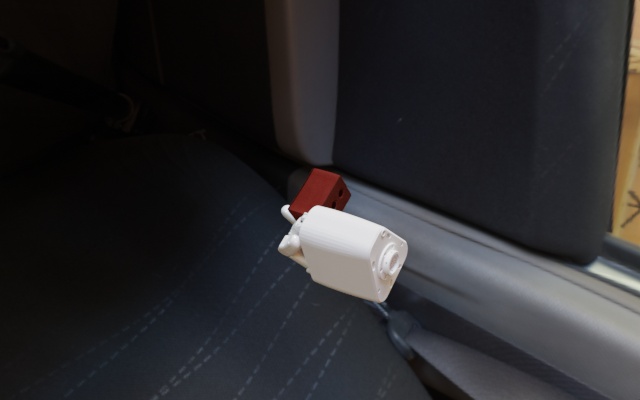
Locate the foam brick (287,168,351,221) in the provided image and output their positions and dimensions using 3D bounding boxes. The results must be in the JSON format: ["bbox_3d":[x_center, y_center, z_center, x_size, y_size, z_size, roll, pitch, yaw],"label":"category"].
[{"bbox_3d":[0.000,0.002,0.689,0.051,0.078,0.053,15,-26,34],"label":"foam brick"}]
